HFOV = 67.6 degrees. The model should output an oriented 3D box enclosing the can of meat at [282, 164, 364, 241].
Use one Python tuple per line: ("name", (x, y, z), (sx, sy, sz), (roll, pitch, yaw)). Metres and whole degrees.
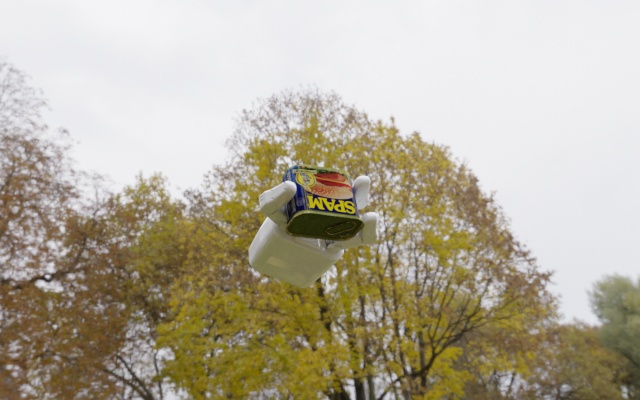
("can of meat", (0.000, 0.002, 0.643), (0.102, 0.084, 0.057), (8, -38, -25))
